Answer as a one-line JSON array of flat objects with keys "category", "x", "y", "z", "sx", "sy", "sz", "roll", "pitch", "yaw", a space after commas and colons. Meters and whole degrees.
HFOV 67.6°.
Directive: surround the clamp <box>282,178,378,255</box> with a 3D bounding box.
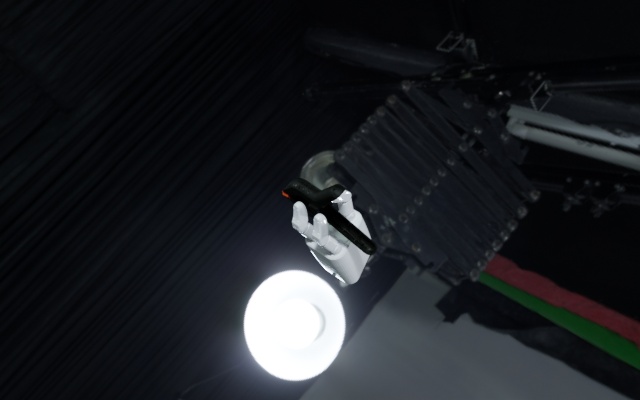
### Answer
[{"category": "clamp", "x": 0.000, "y": 0.002, "z": 0.832, "sx": 0.210, "sy": 0.036, "sz": 0.165, "roll": 29, "pitch": -24, "yaw": 39}]
